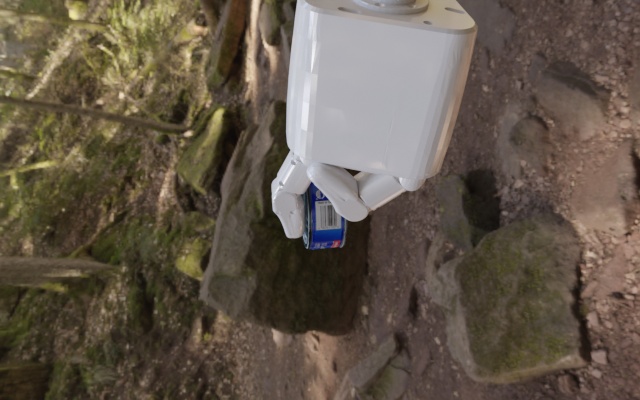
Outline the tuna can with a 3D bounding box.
[{"bbox_3d":[-0.001,0.002,0.435,0.034,0.086,0.086,-4,0,-8],"label":"tuna can"}]
